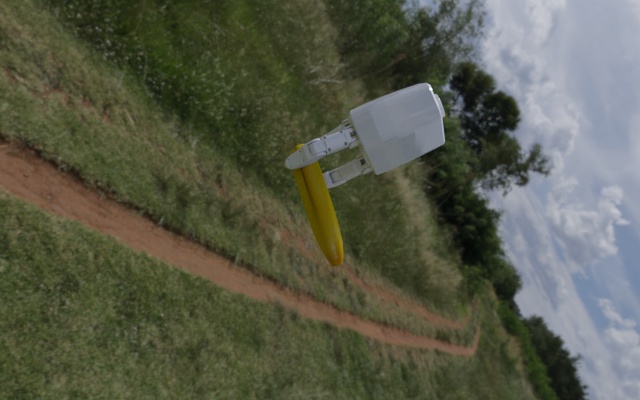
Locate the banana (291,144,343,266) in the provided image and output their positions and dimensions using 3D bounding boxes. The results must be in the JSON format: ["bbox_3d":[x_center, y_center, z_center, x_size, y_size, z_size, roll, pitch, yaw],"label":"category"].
[{"bbox_3d":[-0.006,-0.009,0.641,0.037,0.197,0.070,-22,-32,7],"label":"banana"}]
